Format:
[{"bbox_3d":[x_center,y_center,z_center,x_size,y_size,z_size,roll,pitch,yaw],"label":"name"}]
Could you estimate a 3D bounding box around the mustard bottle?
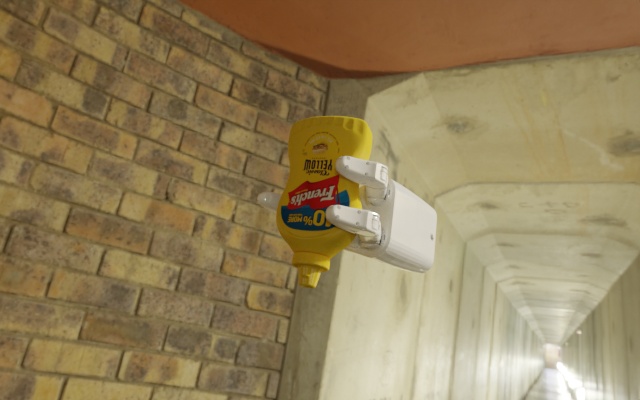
[{"bbox_3d":[0.000,0.001,0.535,0.096,0.191,0.058,2,-19,20],"label":"mustard bottle"}]
